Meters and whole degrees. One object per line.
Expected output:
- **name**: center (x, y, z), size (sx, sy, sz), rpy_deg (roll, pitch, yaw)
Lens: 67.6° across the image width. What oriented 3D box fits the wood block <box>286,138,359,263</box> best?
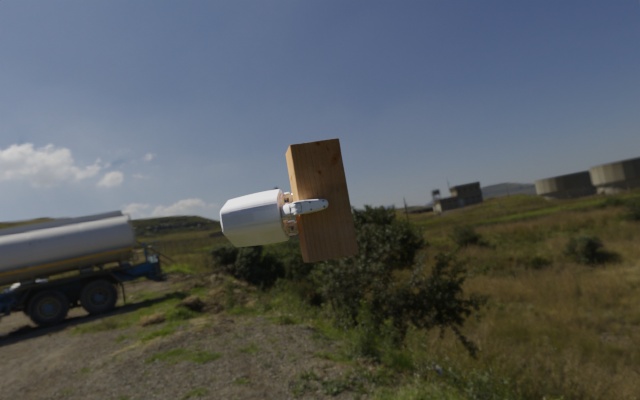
- **wood block**: center (0.000, 0.003, 0.862), size (0.090, 0.206, 0.091), rpy_deg (-9, -4, -10)
